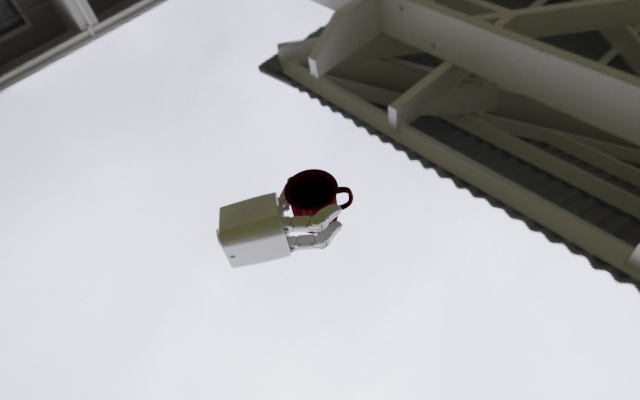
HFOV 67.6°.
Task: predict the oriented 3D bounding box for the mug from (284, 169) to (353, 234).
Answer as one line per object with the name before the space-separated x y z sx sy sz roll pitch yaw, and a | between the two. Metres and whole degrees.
mug | 0.002 0.003 0.843 0.117 0.093 0.082 -11 -39 -1
